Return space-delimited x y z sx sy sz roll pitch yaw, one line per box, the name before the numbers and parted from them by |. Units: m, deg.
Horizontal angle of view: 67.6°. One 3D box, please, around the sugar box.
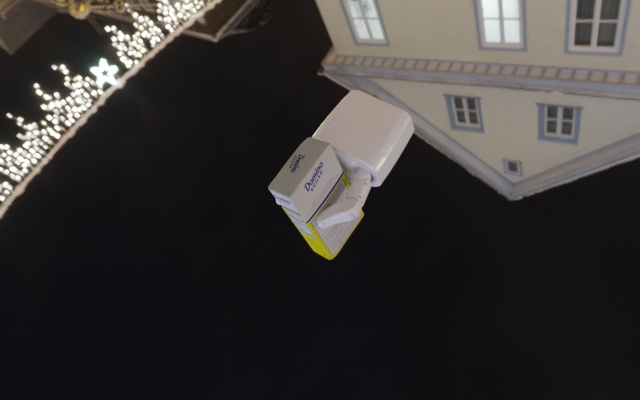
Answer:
sugar box | 0.000 0.002 0.669 0.048 0.093 0.176 23 -23 35
